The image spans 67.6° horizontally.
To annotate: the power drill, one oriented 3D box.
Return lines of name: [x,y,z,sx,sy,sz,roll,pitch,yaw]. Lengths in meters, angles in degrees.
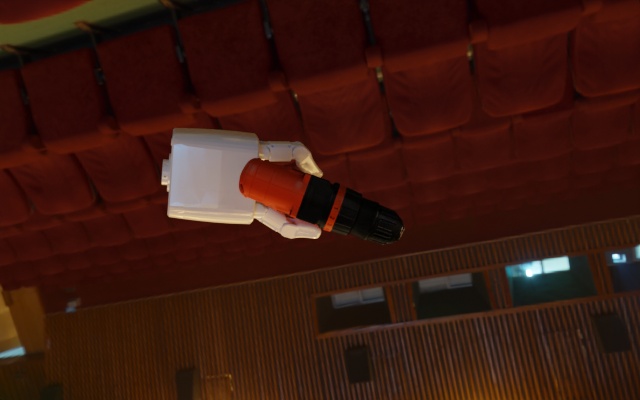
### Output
power drill: [0.000,0.002,0.582,0.184,0.057,0.187,22,-2,-2]
